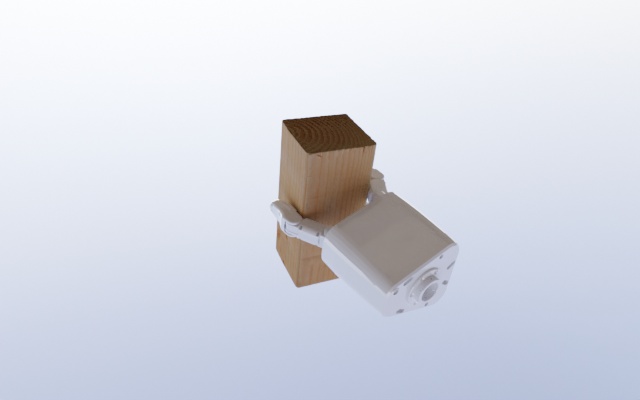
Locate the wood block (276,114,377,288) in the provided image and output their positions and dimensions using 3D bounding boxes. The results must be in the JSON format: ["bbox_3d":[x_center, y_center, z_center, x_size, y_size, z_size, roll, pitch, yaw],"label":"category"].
[{"bbox_3d":[0.000,0.002,0.622,0.091,0.206,0.090,-9,38,-22],"label":"wood block"}]
